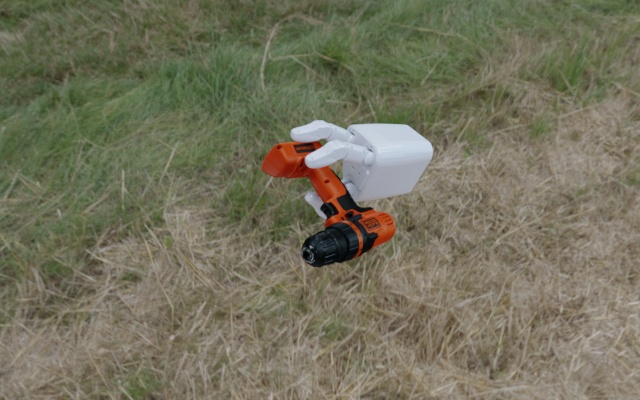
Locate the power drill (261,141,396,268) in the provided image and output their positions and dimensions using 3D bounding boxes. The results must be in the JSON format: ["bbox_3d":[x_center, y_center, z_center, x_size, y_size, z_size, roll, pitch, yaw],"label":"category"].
[{"bbox_3d":[0.000,0.002,0.660,0.184,0.187,0.057,-12,-31,-52],"label":"power drill"}]
